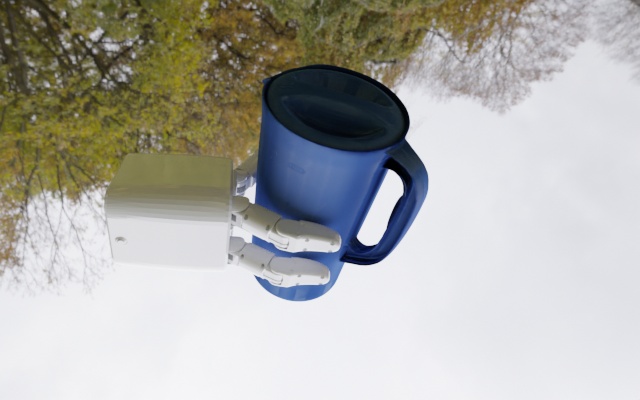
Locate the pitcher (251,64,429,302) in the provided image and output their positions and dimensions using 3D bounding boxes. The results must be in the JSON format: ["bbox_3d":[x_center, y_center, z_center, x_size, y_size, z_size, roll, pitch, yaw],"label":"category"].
[{"bbox_3d":[0.000,0.002,0.490,0.145,0.243,0.149,3,44,-13],"label":"pitcher"}]
